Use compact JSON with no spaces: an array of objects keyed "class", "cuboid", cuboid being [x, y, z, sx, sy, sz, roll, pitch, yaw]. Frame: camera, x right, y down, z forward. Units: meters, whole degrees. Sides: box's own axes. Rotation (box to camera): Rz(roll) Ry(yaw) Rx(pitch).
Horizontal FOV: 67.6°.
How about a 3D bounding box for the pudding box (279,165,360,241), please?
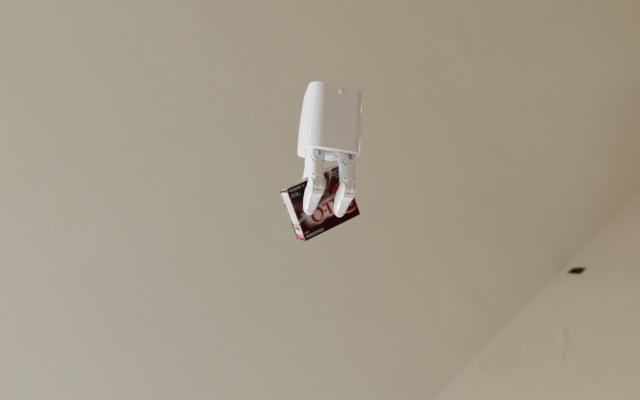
[{"class":"pudding box","cuboid":[0.000,0.002,0.778,0.113,0.090,0.039,-25,11,-22]}]
